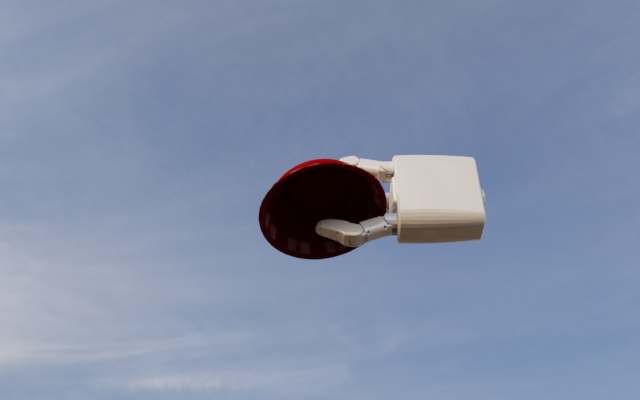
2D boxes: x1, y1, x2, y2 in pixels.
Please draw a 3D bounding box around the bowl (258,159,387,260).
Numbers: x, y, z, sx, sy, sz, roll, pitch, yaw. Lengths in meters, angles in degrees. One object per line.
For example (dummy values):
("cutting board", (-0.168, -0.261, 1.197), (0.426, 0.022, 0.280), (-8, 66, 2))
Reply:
("bowl", (-0.001, 0.002, 0.611), (0.162, 0.162, 0.055), (0, 41, -12))
